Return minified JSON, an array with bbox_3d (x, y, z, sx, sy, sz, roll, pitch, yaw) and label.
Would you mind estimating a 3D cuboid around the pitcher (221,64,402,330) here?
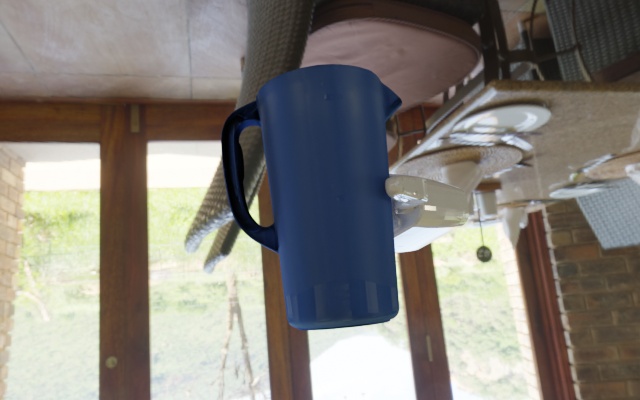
[{"bbox_3d":[0.000,0.002,0.479,0.145,0.242,0.149,6,-16,-45],"label":"pitcher"}]
